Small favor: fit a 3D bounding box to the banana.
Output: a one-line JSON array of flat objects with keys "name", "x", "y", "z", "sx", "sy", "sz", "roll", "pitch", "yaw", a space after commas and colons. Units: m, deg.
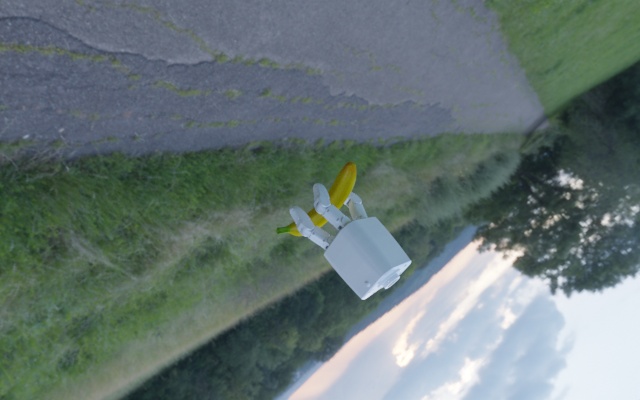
[{"name": "banana", "x": 0.008, "y": 0.008, "z": 0.880, "sx": 0.198, "sy": 0.037, "sz": 0.069, "roll": -44, "pitch": -28, "yaw": 18}]
